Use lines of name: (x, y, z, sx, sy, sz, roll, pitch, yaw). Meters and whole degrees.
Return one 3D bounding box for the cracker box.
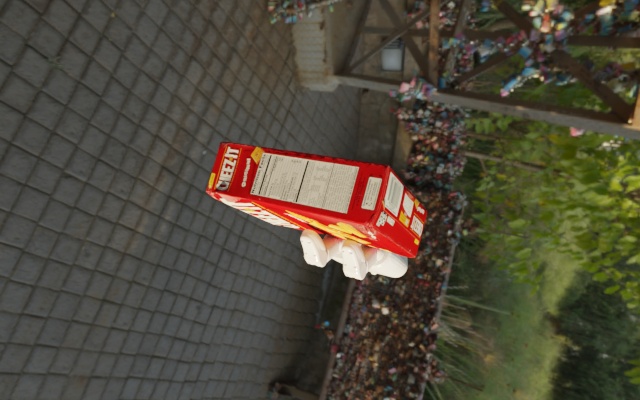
cracker box: (0.000, 0.002, 0.568, 0.213, 0.072, 0.164, 11, -12, 28)
